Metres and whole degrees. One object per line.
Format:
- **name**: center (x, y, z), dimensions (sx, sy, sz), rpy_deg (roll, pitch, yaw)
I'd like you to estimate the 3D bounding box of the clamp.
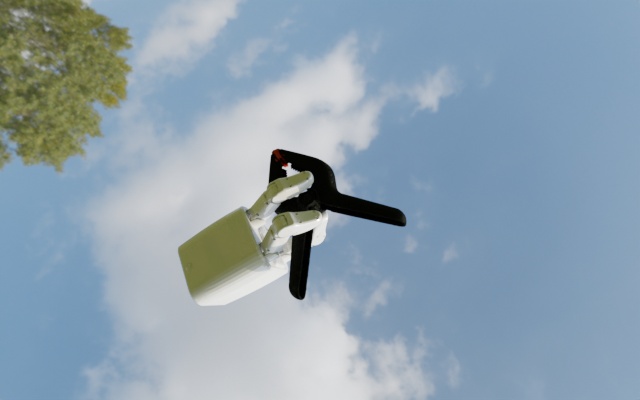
- **clamp**: center (0.000, 0.002, 0.616), dimensions (0.164, 0.210, 0.036), rpy_deg (-29, -33, 3)
